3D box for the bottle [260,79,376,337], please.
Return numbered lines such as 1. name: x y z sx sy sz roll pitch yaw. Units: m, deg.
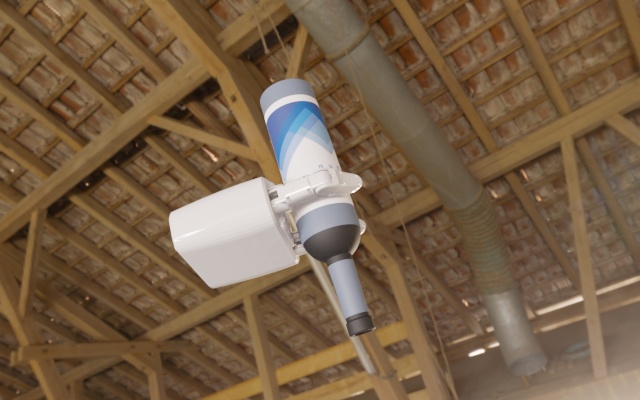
1. bottle: 0.000 0.001 0.528 0.069 0.295 0.069 -15 -23 -7
